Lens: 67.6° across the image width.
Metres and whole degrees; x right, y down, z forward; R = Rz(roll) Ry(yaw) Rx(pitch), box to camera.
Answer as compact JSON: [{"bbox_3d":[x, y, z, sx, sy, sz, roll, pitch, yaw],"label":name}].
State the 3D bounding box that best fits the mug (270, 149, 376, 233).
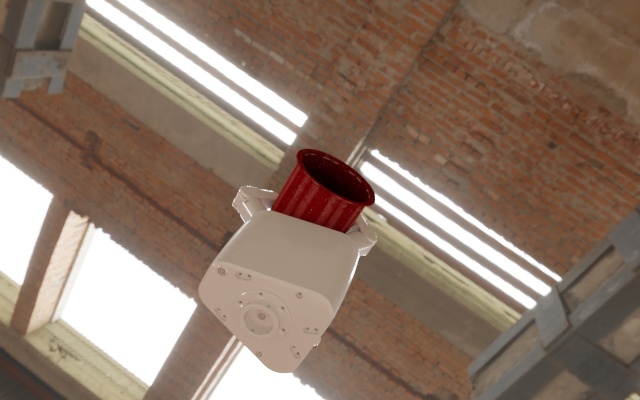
[{"bbox_3d":[0.000,0.001,0.510,0.093,0.081,0.117,34,24,2],"label":"mug"}]
